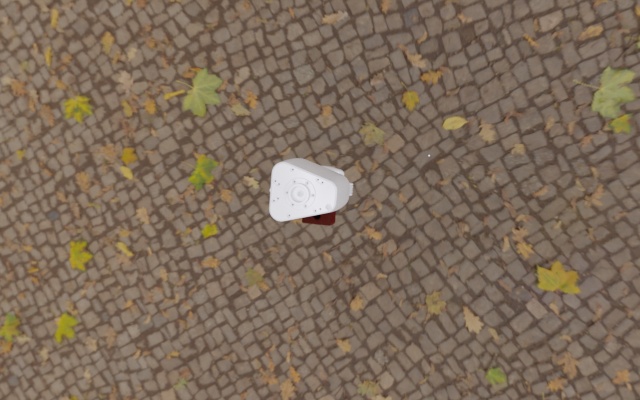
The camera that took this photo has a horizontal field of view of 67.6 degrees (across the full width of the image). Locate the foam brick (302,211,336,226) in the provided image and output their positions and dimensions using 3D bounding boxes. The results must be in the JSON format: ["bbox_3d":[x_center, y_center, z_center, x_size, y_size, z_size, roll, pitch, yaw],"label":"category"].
[{"bbox_3d":[0.000,0.003,0.852,0.053,0.078,0.051,6,7,11],"label":"foam brick"}]
